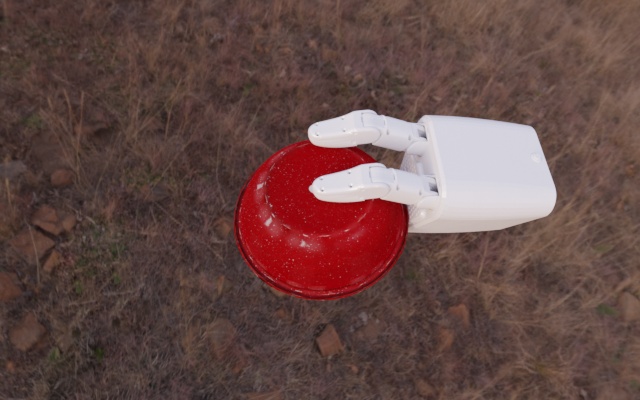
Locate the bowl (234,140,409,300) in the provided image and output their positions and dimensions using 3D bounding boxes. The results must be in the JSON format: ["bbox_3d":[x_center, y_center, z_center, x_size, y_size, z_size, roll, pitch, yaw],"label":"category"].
[{"bbox_3d":[-0.001,0.002,0.418,0.162,0.162,0.055,0,-29,2],"label":"bowl"}]
